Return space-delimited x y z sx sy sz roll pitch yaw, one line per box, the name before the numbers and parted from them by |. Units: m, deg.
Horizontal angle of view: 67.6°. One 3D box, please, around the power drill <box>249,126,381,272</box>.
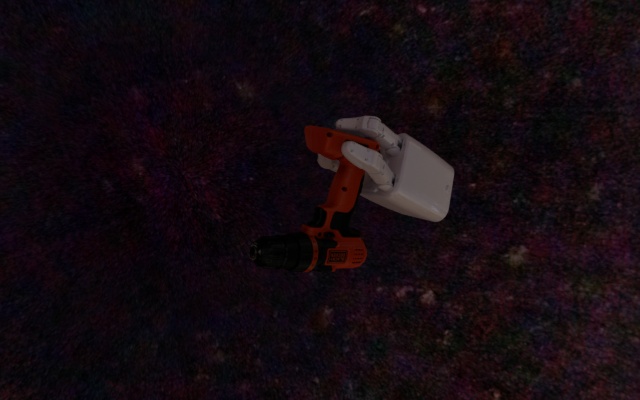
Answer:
power drill | 0.000 0.002 0.620 0.184 0.187 0.057 5 10 -43
